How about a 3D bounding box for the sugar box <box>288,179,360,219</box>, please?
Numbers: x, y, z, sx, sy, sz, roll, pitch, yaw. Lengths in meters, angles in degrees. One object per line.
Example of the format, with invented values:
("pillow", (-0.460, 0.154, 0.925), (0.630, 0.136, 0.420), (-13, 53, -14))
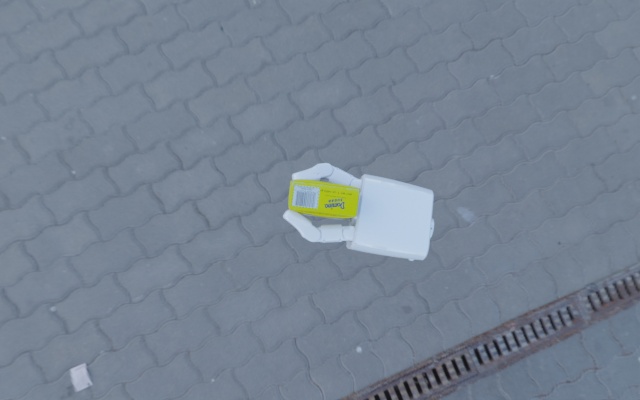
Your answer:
("sugar box", (0.000, 0.003, 0.708), (0.093, 0.048, 0.176), (8, -6, -2))
